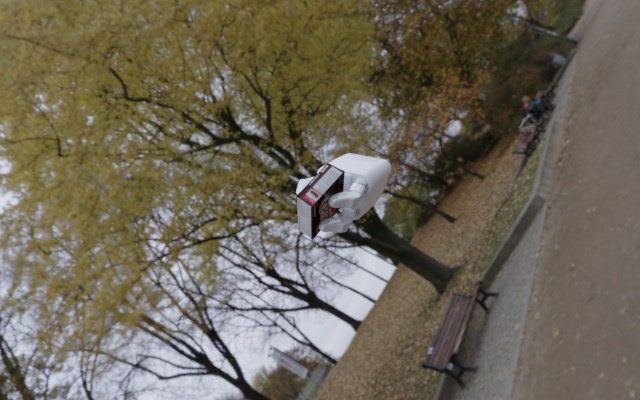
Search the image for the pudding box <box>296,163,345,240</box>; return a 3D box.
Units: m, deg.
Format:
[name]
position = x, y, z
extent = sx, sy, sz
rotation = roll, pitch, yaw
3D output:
[pudding box]
position = 0.000, 0.003, 0.816
extent = 0.039, 0.090, 0.114
rotation = 31, -28, 21
